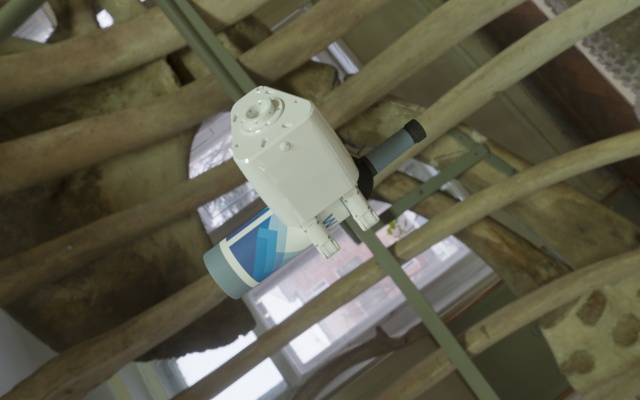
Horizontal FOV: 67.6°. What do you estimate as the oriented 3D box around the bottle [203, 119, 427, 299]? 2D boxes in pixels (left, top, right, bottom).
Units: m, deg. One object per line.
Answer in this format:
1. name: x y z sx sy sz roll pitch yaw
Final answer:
1. bottle: 0.000 0.002 0.566 0.296 0.069 0.069 -37 0 0
